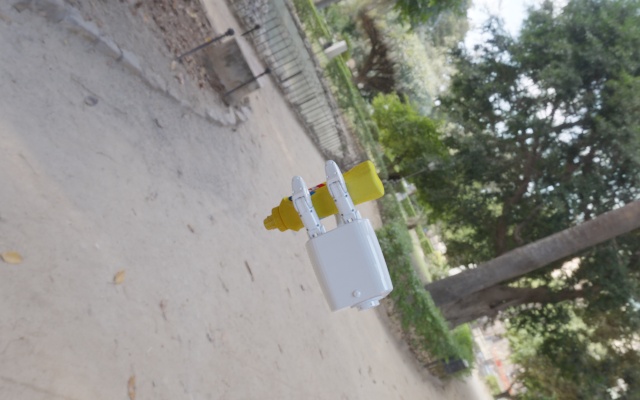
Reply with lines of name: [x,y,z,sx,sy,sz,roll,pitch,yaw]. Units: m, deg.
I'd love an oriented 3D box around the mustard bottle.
mustard bottle: [0.000,0.002,0.735,0.191,0.058,0.096,-24,8,11]
